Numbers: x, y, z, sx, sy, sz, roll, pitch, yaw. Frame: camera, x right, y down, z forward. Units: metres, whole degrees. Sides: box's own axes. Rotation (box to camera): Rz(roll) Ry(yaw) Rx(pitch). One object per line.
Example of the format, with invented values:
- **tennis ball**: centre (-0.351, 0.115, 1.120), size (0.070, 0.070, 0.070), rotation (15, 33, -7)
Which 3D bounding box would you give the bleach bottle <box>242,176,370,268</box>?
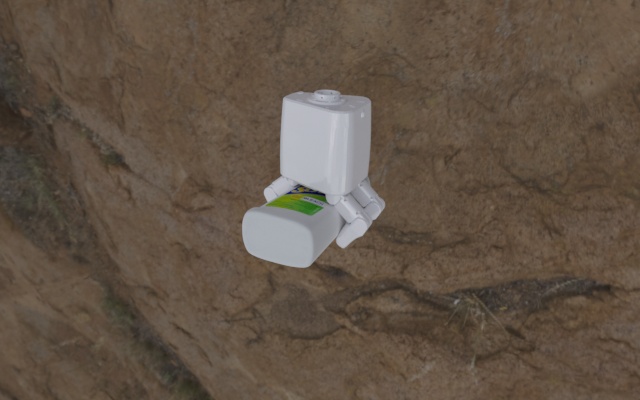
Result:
- **bleach bottle**: centre (0.000, 0.002, 0.673), size (0.102, 0.068, 0.250), rotation (13, 27, 21)
